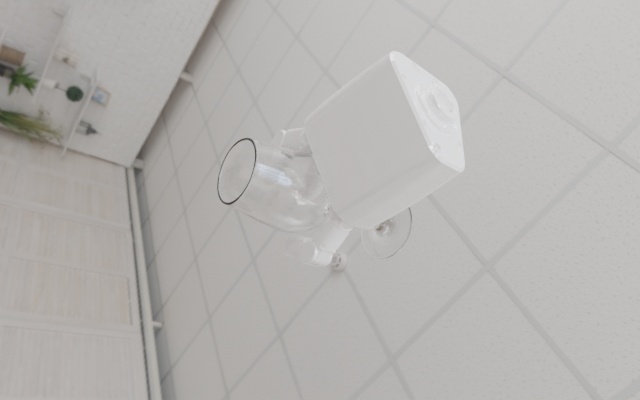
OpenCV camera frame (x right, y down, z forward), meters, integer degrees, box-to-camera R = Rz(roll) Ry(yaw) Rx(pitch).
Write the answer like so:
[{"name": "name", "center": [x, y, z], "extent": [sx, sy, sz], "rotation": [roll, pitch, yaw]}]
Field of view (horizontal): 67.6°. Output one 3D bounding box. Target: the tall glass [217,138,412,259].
[{"name": "tall glass", "center": [0.000, 0.002, 0.477], "extent": [0.201, 0.079, 0.079], "rotation": [20, -13, -37]}]
